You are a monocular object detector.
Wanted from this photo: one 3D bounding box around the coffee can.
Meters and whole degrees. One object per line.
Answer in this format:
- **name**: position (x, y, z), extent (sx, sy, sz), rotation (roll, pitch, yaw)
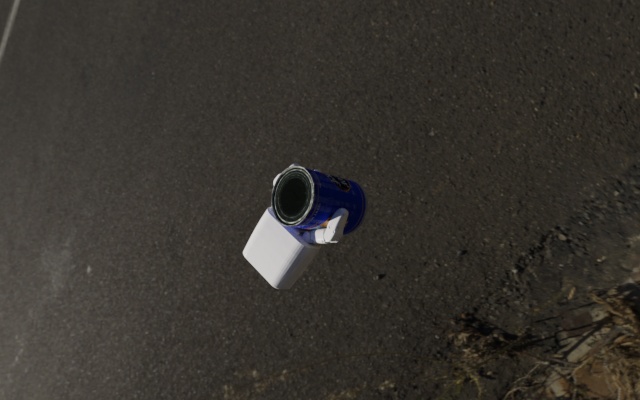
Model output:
- **coffee can**: position (0.000, 0.003, 0.834), extent (0.103, 0.103, 0.140), rotation (0, -9, 43)
